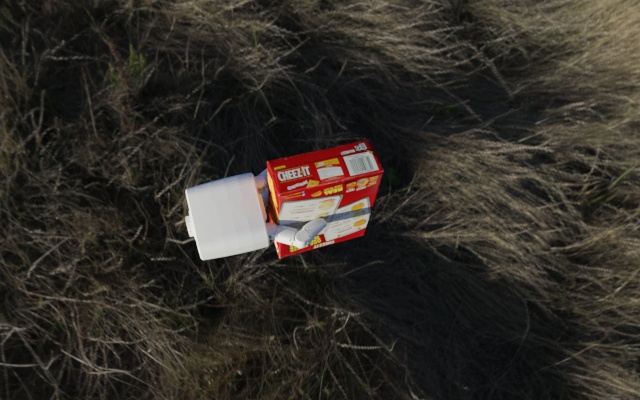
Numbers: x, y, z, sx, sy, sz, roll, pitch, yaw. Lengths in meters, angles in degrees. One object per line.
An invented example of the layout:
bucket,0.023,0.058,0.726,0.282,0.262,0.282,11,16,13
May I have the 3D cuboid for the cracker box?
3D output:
cracker box,0.000,0.003,0.783,0.164,0.072,0.214,-14,-28,-12
